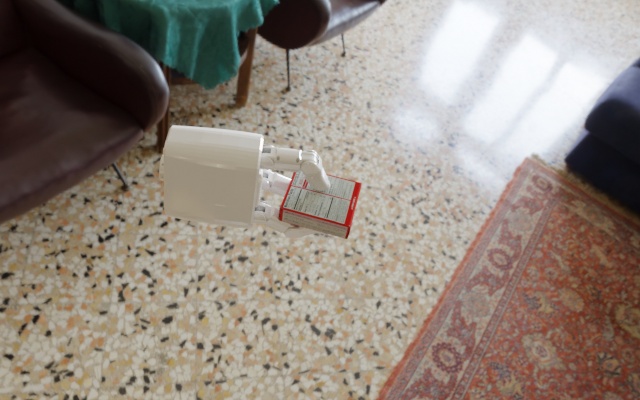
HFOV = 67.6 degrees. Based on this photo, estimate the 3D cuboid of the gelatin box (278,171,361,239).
[{"bbox_3d":[0.000,0.002,0.594,0.089,0.073,0.030,14,-40,4],"label":"gelatin box"}]
